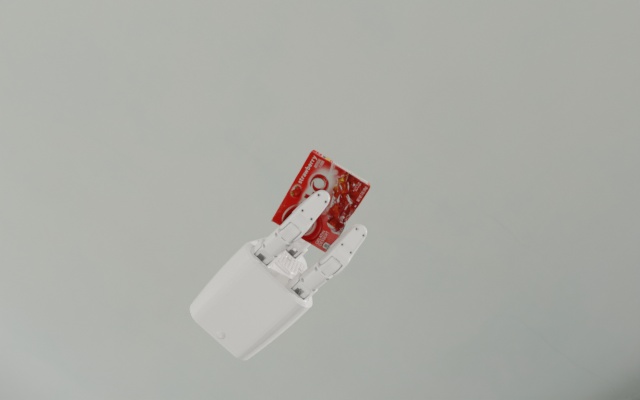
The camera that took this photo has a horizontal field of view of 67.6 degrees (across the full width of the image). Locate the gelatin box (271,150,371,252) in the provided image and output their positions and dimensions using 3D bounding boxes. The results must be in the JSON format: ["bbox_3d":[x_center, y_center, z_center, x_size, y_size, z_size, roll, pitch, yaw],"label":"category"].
[{"bbox_3d":[0.000,0.001,0.513,0.073,0.089,0.030,31,10,-2],"label":"gelatin box"}]
